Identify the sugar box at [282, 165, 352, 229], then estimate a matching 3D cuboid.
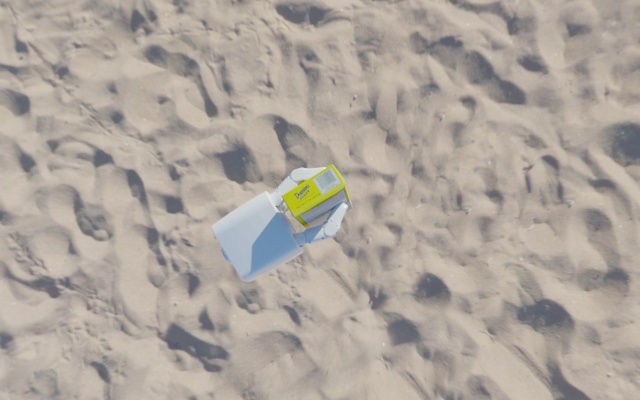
[{"bbox_3d":[0.000,0.002,0.787,0.093,0.048,0.176,-31,-11,-1],"label":"sugar box"}]
